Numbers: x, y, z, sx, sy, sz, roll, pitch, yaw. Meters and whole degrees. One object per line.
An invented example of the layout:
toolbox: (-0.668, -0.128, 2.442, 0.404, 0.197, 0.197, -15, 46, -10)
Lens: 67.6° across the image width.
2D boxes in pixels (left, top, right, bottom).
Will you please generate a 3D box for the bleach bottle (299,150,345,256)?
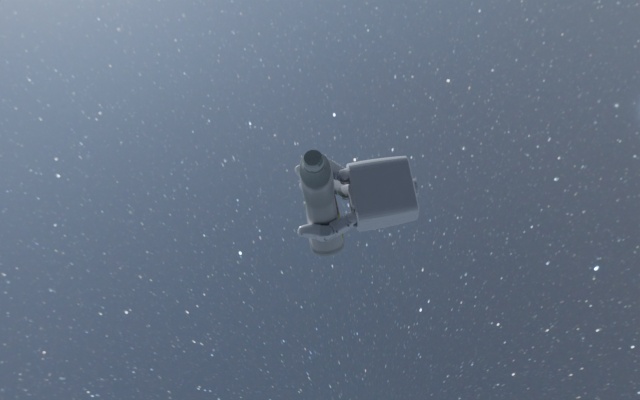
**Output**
bleach bottle: (0.000, 0.003, 0.818, 0.068, 0.102, 0.251, -9, -29, 1)
